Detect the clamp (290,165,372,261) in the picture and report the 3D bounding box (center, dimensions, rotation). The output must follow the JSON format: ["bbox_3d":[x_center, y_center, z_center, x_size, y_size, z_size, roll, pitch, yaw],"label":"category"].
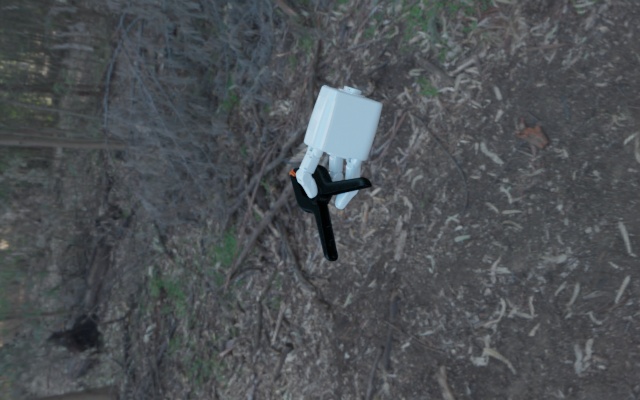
[{"bbox_3d":[-0.001,0.002,0.891,0.036,0.164,0.210,9,17,-39],"label":"clamp"}]
